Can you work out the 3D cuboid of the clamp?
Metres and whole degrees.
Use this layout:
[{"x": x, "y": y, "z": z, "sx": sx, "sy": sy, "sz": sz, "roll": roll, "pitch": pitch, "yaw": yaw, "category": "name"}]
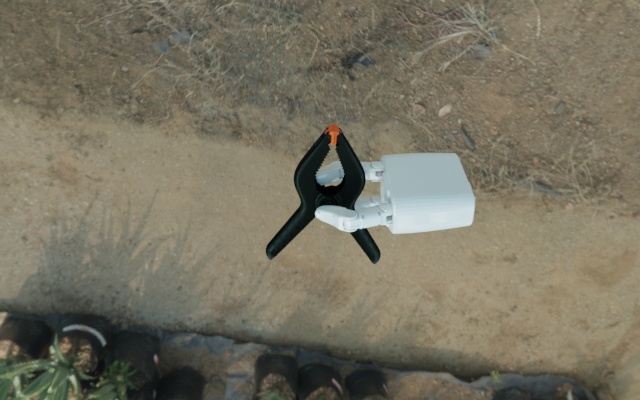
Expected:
[{"x": 0.000, "y": 0.002, "z": 0.646, "sx": 0.164, "sy": 0.210, "sz": 0.036, "roll": -4, "pitch": 29, "yaw": -1, "category": "clamp"}]
